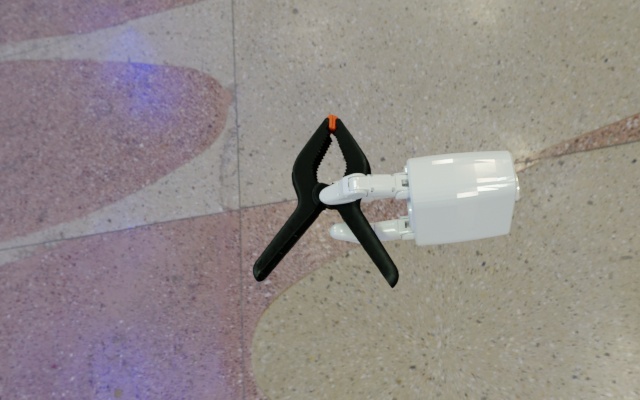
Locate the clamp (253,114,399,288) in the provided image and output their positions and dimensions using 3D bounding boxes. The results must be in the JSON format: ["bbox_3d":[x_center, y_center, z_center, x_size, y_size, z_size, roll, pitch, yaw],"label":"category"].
[{"bbox_3d":[0.000,0.001,0.556,0.164,0.210,0.036,-6,-18,10],"label":"clamp"}]
